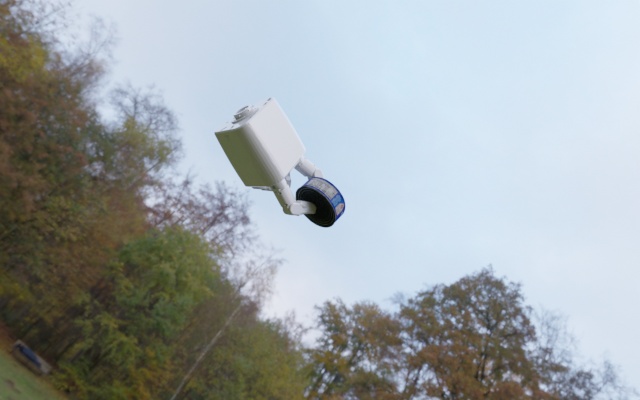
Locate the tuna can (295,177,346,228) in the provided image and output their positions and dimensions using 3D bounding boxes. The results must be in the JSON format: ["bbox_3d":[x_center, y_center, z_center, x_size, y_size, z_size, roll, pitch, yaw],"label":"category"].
[{"bbox_3d":[0.000,0.002,0.816,0.086,0.086,0.033,0,35,47],"label":"tuna can"}]
